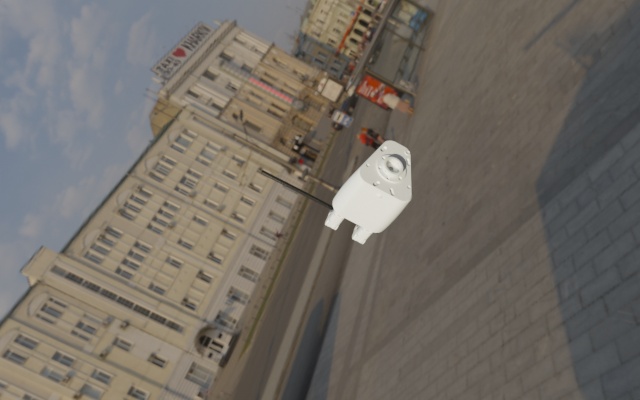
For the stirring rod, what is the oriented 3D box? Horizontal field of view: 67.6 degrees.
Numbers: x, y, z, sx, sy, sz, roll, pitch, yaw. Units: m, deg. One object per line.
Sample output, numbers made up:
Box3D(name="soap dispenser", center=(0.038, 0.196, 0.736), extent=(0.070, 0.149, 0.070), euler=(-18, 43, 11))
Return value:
Box3D(name="stirring rod", center=(0.000, 0.003, 0.872), extent=(0.239, 0.011, 0.011), euler=(27, -2, -5))
